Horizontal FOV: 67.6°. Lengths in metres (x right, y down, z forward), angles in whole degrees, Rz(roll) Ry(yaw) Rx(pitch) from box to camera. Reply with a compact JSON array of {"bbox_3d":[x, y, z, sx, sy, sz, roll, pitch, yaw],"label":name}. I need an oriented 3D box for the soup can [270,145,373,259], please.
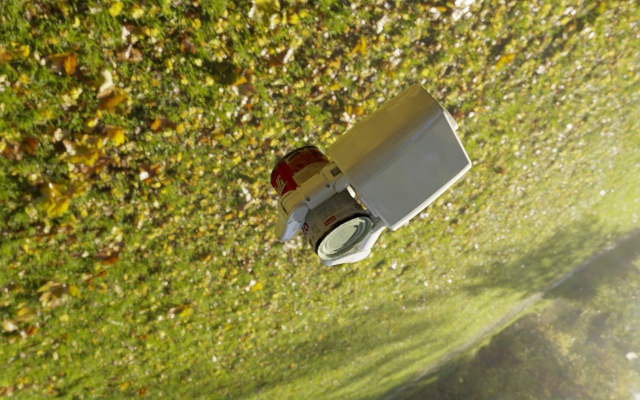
[{"bbox_3d":[0.000,0.002,0.497,0.068,0.102,0.069,-25,-31,-16],"label":"soup can"}]
